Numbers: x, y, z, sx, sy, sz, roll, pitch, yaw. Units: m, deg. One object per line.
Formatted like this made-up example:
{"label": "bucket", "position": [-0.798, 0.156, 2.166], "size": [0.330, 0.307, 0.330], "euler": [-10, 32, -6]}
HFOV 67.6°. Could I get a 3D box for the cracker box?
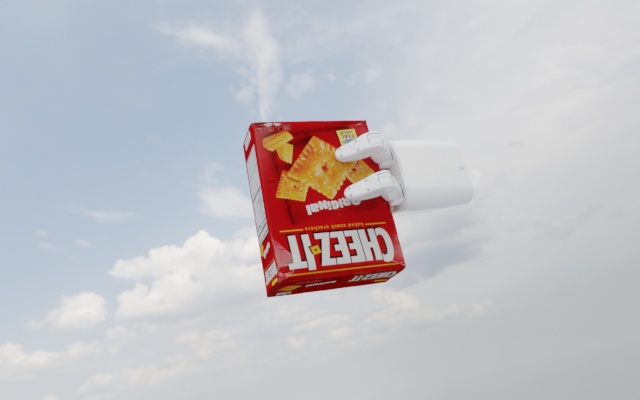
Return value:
{"label": "cracker box", "position": [0.000, 0.002, 0.609], "size": [0.164, 0.213, 0.072], "euler": [-4, -24, -20]}
